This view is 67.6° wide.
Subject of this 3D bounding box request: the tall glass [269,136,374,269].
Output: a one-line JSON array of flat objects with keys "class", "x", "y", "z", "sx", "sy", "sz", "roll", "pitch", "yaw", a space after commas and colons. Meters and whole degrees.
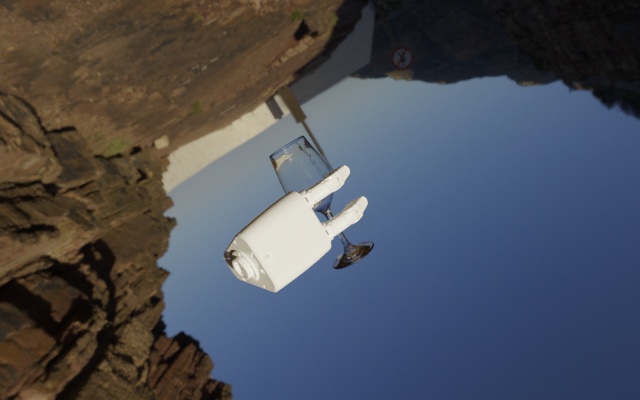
[{"class": "tall glass", "x": 0.001, "y": 0.003, "z": 0.728, "sx": 0.079, "sy": 0.201, "sz": 0.079, "roll": -30, "pitch": 10, "yaw": 6}]
